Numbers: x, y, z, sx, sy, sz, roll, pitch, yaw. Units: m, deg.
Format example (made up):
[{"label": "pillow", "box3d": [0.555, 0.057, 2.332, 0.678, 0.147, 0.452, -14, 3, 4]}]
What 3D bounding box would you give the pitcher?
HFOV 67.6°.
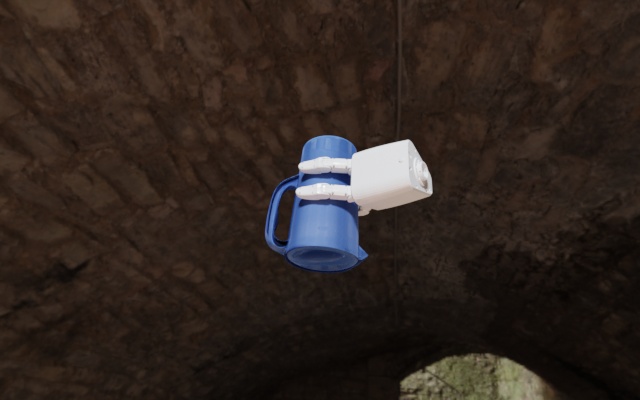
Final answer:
[{"label": "pitcher", "box3d": [0.000, 0.003, 0.890, 0.145, 0.242, 0.149, -15, -33, 32]}]
